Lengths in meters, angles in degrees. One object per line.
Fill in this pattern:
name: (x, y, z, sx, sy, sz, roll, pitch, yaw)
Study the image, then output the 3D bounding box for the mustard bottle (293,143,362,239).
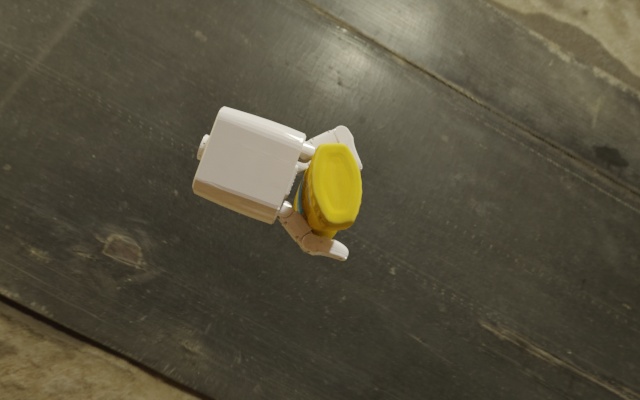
mustard bottle: (0.000, 0.002, 0.607, 0.058, 0.096, 0.192, -4, -12, -12)
